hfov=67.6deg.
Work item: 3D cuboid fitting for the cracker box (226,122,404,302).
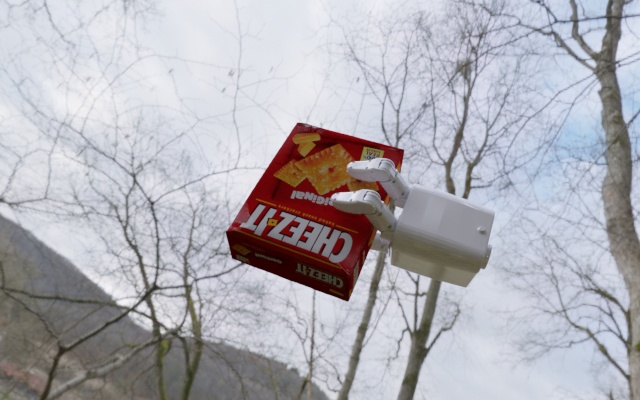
[{"bbox_3d":[0.000,0.002,0.629,0.164,0.213,0.072,18,-36,15],"label":"cracker box"}]
